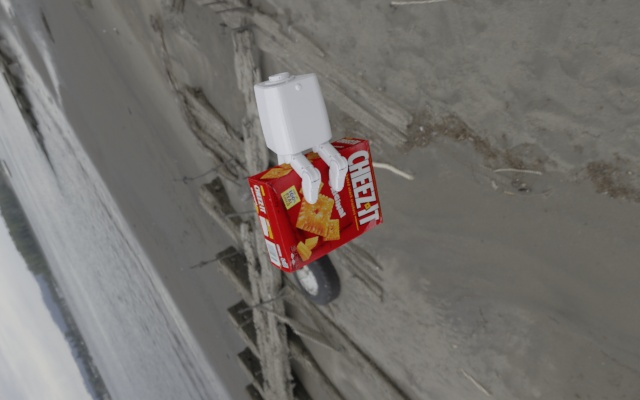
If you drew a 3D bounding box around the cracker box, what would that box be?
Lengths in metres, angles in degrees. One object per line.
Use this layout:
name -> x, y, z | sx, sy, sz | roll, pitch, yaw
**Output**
cracker box -> 0.000, 0.003, 0.815 | 0.213, 0.164, 0.072 | -25, 25, -30
